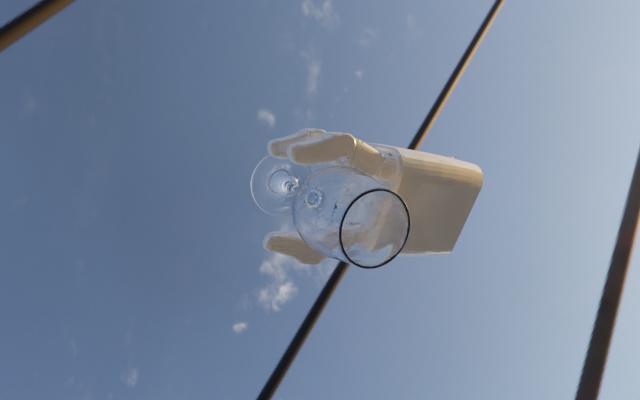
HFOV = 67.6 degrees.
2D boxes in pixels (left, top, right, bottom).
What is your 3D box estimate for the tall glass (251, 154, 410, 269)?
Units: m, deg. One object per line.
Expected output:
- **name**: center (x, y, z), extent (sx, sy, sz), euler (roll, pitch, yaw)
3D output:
- **tall glass**: center (0.000, 0.001, 0.441), extent (0.079, 0.079, 0.201), euler (0, 12, -25)
